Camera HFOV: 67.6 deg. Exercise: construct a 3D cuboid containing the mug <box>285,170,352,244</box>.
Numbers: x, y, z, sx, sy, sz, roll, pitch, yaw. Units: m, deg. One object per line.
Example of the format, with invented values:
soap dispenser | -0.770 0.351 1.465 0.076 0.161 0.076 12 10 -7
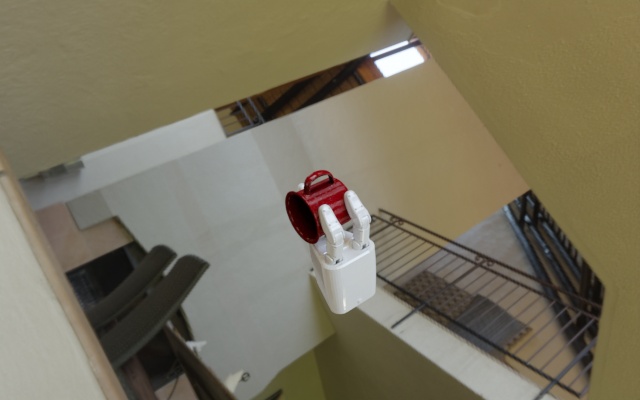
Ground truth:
mug | 0.000 0.001 0.774 0.081 0.117 0.093 -26 38 -28
